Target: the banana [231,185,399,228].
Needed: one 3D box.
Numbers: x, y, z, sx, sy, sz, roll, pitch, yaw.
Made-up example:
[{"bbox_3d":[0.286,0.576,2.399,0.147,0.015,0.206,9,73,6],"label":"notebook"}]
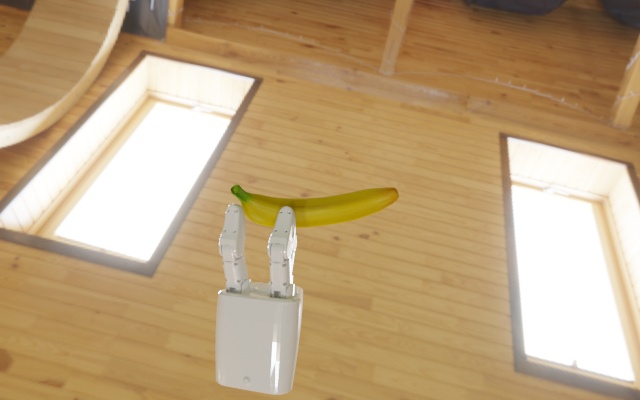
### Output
[{"bbox_3d":[-0.007,0.009,0.572,0.198,0.037,0.070,-1,-21,-12],"label":"banana"}]
